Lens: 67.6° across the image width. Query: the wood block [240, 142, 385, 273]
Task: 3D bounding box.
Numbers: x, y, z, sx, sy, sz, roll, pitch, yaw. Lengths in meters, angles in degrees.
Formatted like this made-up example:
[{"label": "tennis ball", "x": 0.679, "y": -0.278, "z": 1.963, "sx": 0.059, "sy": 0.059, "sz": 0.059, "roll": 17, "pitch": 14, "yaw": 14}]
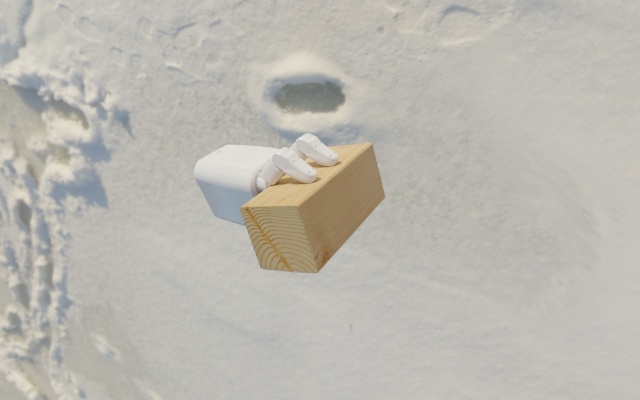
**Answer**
[{"label": "wood block", "x": 0.000, "y": 0.002, "z": 0.640, "sx": 0.090, "sy": 0.091, "sz": 0.206, "roll": -2, "pitch": 25, "yaw": 33}]
